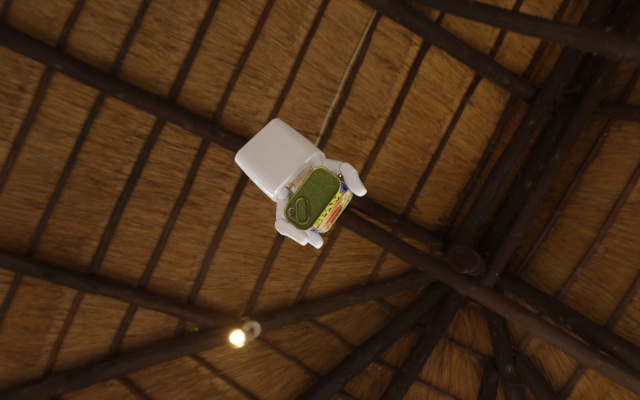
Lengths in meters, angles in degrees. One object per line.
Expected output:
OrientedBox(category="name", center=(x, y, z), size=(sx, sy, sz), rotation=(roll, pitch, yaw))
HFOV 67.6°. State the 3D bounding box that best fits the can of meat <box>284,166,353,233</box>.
OrientedBox(category="can of meat", center=(0.000, 0.003, 0.768), size=(0.057, 0.102, 0.084), rotation=(39, 6, 21))
